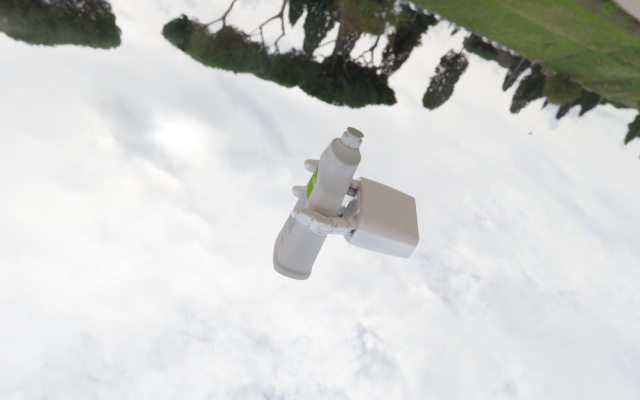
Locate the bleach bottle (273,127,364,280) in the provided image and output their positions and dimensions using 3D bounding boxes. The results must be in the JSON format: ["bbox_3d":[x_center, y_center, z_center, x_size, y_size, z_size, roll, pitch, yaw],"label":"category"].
[{"bbox_3d":[0.000,0.002,0.741,0.068,0.251,0.102,19,32,-15],"label":"bleach bottle"}]
